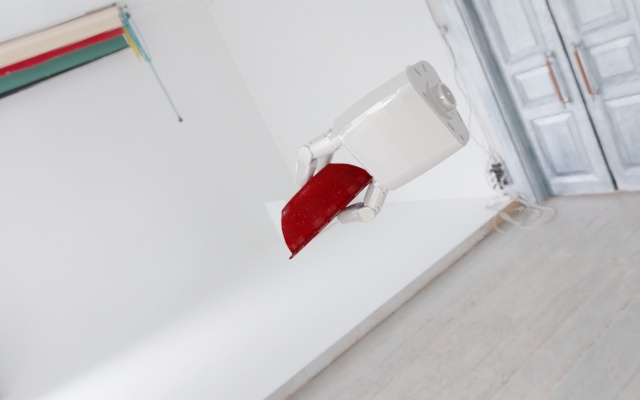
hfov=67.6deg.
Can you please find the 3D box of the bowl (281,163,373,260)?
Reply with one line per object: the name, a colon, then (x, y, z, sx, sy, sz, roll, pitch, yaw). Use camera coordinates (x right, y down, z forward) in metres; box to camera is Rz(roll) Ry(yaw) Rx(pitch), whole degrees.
bowl: (-0.001, 0.003, 0.623, 0.162, 0.055, 0.162, -45, -2, -2)
